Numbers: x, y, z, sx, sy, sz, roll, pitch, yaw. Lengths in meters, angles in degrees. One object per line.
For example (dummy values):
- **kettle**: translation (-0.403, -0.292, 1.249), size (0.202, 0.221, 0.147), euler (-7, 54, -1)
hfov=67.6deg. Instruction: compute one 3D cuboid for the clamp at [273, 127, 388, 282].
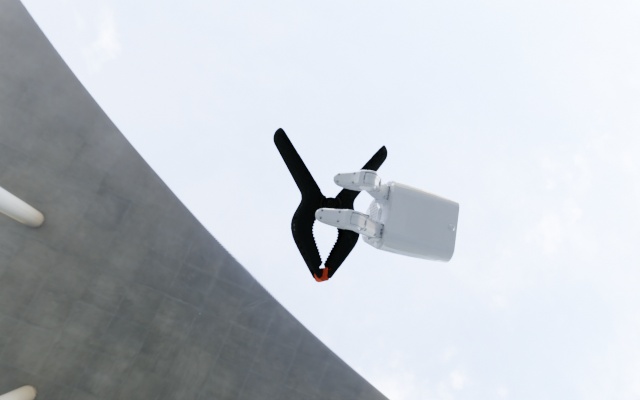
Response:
- **clamp**: translation (0.000, 0.003, 0.647), size (0.164, 0.210, 0.036), euler (14, -16, -10)
